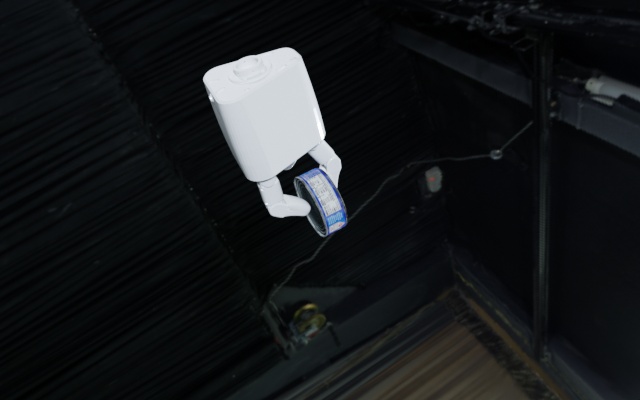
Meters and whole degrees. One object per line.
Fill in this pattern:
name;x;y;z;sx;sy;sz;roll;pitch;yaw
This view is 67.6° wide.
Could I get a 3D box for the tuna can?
tuna can;0.001;0.002;0.616;0.034;0.086;0.086;-26;7;-14
